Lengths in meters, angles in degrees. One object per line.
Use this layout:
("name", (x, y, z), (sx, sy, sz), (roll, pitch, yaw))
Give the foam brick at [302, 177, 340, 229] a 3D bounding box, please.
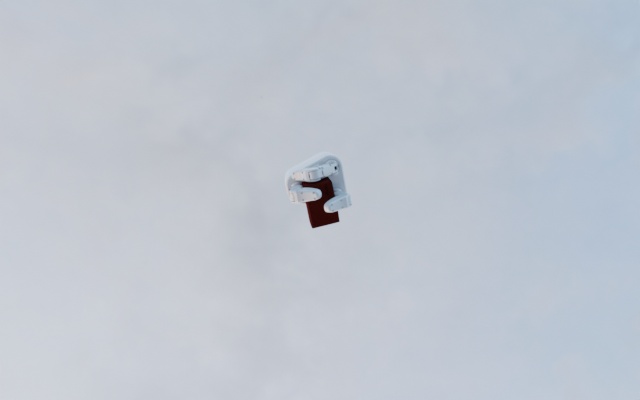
("foam brick", (0.000, 0.003, 0.863), (0.053, 0.078, 0.051), (-12, 13, -5))
